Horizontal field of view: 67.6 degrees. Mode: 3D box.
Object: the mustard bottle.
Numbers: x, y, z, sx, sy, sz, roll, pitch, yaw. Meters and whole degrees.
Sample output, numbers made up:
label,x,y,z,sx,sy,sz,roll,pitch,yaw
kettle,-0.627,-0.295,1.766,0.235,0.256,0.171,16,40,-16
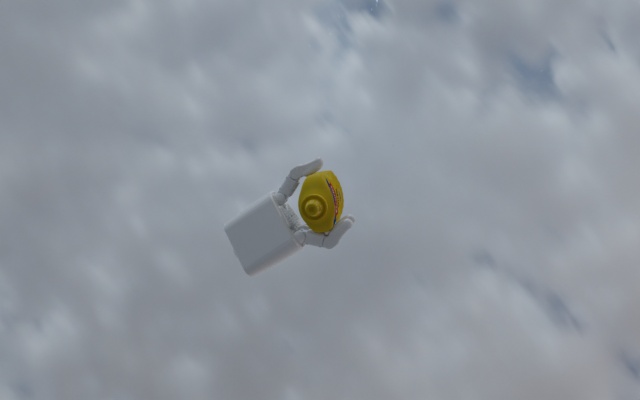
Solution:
label,x,y,z,sx,sy,sz,roll,pitch,yaw
mustard bottle,0.000,0.002,0.797,0.058,0.096,0.191,-7,6,10
